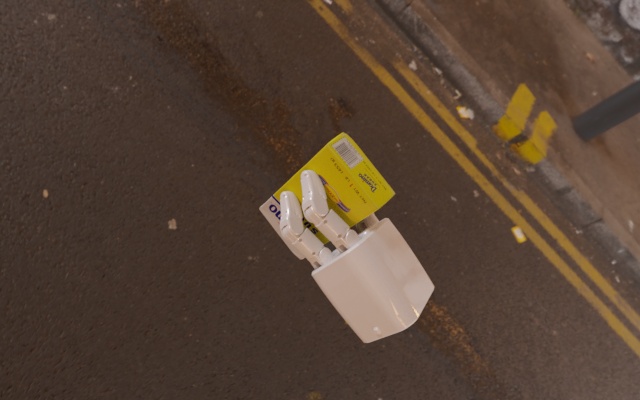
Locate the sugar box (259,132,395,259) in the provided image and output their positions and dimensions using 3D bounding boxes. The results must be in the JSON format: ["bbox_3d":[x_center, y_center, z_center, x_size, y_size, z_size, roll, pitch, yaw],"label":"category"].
[{"bbox_3d":[0.000,0.002,0.591,0.048,0.093,0.176,-37,-2,-44],"label":"sugar box"}]
